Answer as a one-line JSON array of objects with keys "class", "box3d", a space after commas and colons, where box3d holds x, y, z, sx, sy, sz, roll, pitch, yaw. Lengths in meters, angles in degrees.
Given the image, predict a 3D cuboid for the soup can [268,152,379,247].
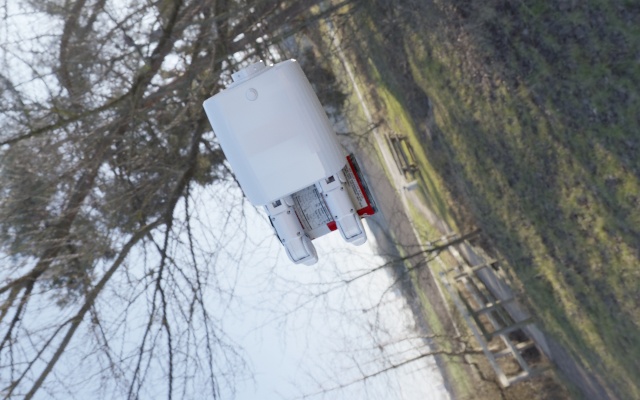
[{"class": "soup can", "box3d": [0.000, 0.002, 0.495, 0.102, 0.068, 0.068, -24, -3, 6]}]
